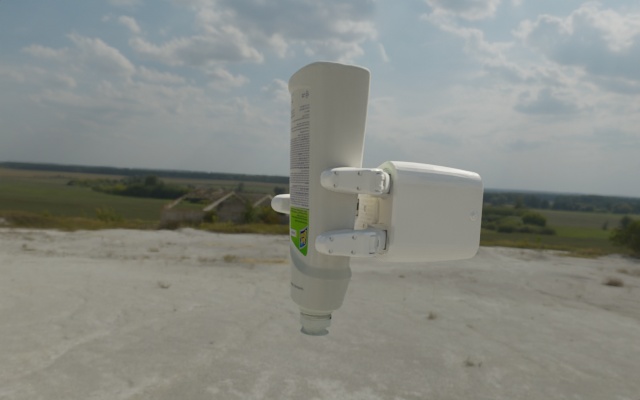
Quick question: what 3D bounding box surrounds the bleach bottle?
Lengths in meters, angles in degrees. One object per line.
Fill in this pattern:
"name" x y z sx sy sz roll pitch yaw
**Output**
"bleach bottle" 0.000 0.001 0.466 0.068 0.251 0.102 3 2 -17
